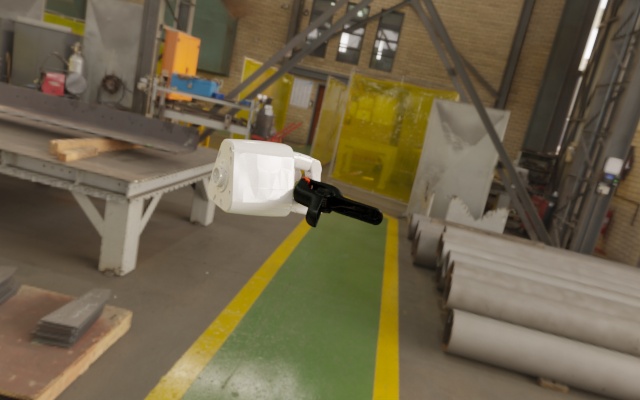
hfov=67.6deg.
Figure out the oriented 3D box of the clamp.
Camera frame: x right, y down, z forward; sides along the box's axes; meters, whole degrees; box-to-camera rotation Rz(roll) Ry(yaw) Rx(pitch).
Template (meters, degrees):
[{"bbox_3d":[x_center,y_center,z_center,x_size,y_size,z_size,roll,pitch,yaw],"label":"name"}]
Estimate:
[{"bbox_3d":[0.000,0.002,0.728,0.120,0.039,0.171,3,15,-36],"label":"clamp"}]
